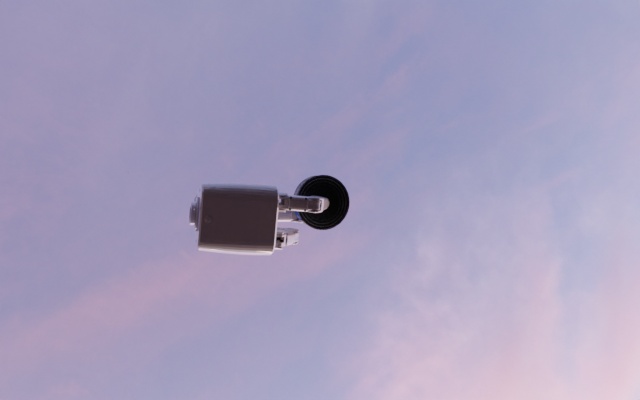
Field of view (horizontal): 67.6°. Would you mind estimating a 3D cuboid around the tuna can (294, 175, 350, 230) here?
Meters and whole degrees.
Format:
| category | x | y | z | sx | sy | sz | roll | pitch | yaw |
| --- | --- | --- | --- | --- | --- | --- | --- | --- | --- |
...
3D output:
| category | x | y | z | sx | sy | sz | roll | pitch | yaw |
| --- | --- | --- | --- | --- | --- | --- | --- | --- | --- |
| tuna can | 0.000 | 0.002 | 0.754 | 0.086 | 0.086 | 0.034 | 0 | 3 | -16 |
